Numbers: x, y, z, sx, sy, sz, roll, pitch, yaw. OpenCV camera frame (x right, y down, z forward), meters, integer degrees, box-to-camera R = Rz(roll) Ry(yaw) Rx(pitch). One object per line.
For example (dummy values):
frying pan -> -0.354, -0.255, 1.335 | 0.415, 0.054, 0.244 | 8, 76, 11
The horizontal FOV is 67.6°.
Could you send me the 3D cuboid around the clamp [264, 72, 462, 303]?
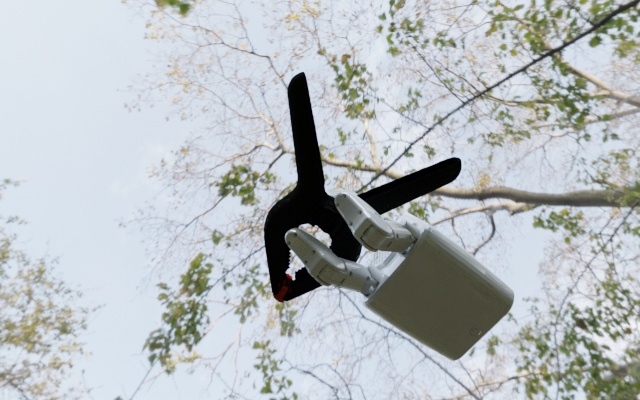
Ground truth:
clamp -> 0.000, 0.002, 0.438 | 0.164, 0.210, 0.036 | 35, 20, -5
